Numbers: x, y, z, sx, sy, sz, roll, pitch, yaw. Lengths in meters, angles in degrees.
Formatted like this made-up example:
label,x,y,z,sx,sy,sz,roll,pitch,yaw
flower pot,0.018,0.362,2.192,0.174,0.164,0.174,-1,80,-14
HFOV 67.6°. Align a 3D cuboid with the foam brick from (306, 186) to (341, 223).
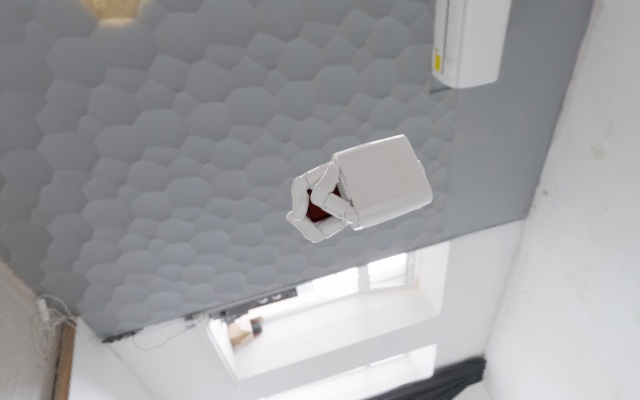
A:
label,x,y,z,sx,sy,sz,roll,pitch,yaw
foam brick,0.000,0.002,0.709,0.051,0.053,0.078,-21,-3,-7
